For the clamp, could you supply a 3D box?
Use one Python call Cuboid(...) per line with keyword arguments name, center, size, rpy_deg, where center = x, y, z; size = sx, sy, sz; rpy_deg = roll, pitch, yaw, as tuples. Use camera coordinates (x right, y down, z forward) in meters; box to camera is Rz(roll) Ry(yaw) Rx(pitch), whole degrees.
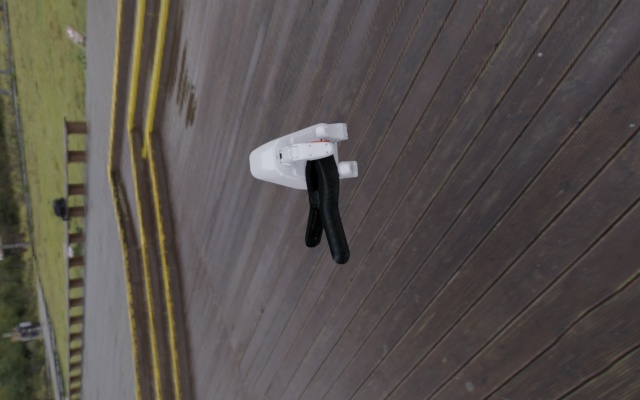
Cuboid(name="clamp", center=(0.000, 0.002, 0.687), size=(0.039, 0.171, 0.120), rpy_deg=(-5, 0, -29))
